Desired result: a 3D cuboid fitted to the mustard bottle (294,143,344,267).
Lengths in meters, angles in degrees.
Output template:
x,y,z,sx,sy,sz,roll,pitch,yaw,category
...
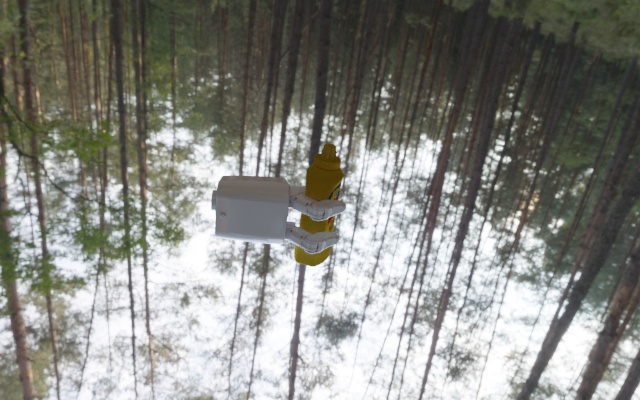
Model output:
x,y,z,sx,sy,sz,roll,pitch,yaw,category
0.000,0.003,0.756,0.058,0.192,0.096,15,25,13,mustard bottle
